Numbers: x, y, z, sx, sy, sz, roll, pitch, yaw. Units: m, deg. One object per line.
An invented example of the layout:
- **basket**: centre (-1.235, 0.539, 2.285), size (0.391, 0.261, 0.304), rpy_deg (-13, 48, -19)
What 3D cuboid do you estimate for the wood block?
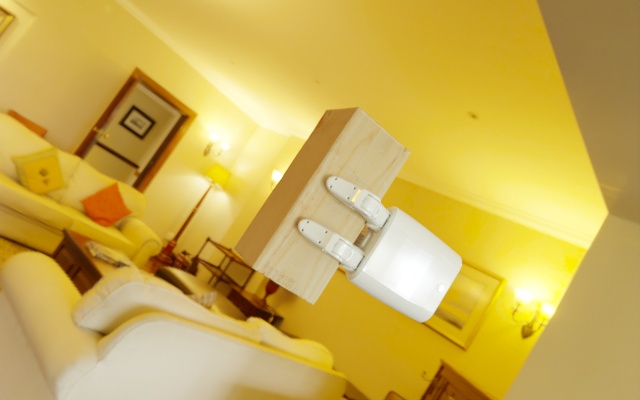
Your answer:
- **wood block**: centre (0.000, 0.002, 0.561), size (0.090, 0.206, 0.091), rpy_deg (36, -7, -23)
